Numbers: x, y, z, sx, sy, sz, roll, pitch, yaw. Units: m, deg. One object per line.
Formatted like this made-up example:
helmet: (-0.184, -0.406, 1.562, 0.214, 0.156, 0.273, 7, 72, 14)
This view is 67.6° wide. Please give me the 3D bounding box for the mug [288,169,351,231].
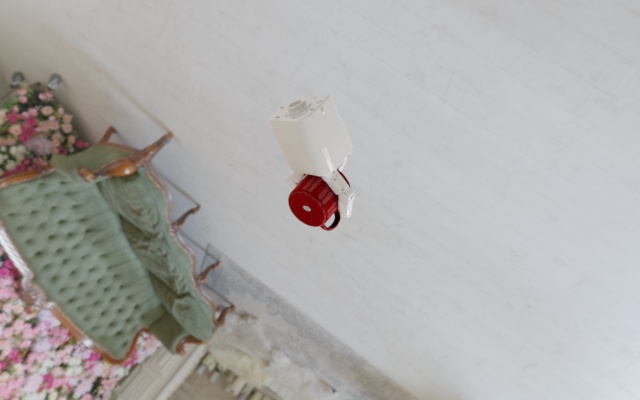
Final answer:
mug: (0.001, 0.004, 0.859, 0.093, 0.117, 0.081, -2, 35, 40)
